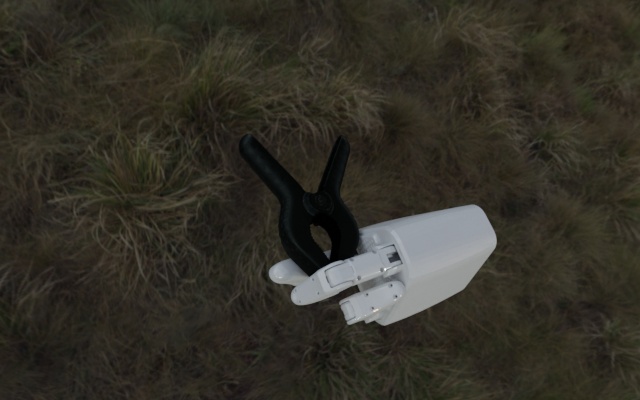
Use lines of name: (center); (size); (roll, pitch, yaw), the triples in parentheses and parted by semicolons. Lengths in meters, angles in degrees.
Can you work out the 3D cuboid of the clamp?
clamp: (0.000, 0.001, 0.468); (0.120, 0.171, 0.039); (-15, -19, -24)
